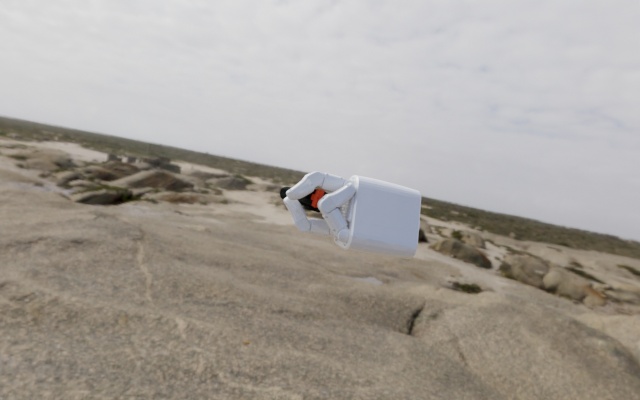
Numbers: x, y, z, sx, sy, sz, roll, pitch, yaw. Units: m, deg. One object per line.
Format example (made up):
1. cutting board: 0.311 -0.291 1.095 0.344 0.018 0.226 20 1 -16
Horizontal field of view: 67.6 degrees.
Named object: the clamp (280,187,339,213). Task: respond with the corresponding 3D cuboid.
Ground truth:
1. clamp: 0.000 0.002 0.786 0.120 0.039 0.171 11 1 -12
